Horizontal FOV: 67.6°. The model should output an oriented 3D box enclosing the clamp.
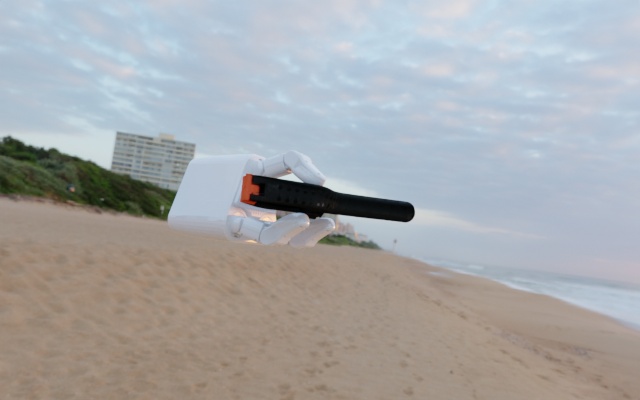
[{"bbox_3d":[0.000,0.001,0.540,0.164,0.036,0.210,0,-8,33],"label":"clamp"}]
